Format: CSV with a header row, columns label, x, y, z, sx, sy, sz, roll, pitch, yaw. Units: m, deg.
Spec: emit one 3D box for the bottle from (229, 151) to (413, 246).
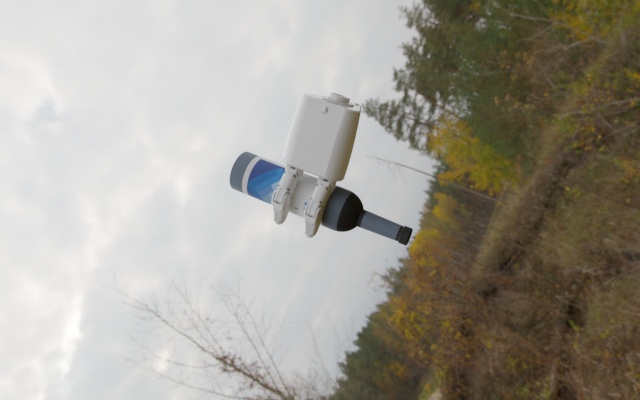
label,x,y,z,sx,sy,sz,roll,pitch,yaw
bottle,0.000,0.002,0.745,0.295,0.069,0.069,22,6,16
